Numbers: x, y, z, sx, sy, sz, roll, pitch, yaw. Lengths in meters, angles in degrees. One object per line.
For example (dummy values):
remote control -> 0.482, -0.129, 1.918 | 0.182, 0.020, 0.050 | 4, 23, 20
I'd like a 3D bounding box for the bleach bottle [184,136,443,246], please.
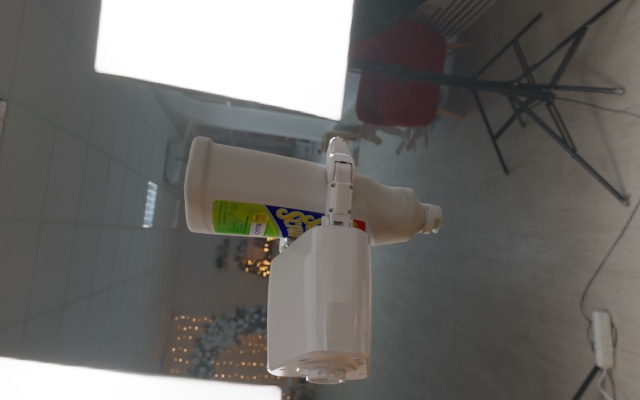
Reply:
bleach bottle -> 0.000, 0.002, 0.470 | 0.251, 0.068, 0.103 | 6, -31, -9
